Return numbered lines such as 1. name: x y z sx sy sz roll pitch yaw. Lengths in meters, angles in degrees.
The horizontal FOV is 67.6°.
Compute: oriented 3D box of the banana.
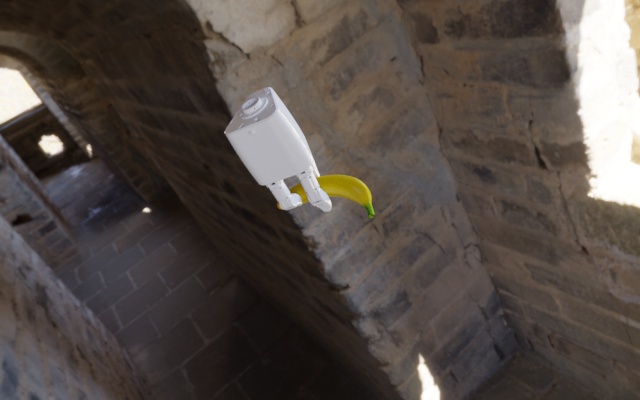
1. banana: 0.009 -0.013 0.822 0.198 0.069 0.037 3 -31 35
